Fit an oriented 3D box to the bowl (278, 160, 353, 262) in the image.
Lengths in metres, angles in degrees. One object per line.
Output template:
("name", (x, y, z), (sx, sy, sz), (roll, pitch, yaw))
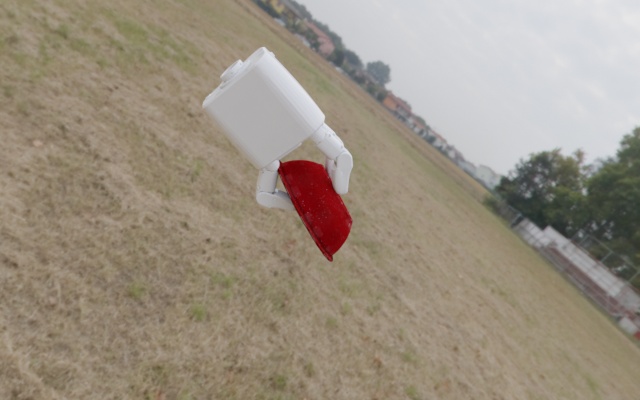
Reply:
("bowl", (0.001, 0.003, 0.667), (0.055, 0.162, 0.162), (-28, -2, 3))
